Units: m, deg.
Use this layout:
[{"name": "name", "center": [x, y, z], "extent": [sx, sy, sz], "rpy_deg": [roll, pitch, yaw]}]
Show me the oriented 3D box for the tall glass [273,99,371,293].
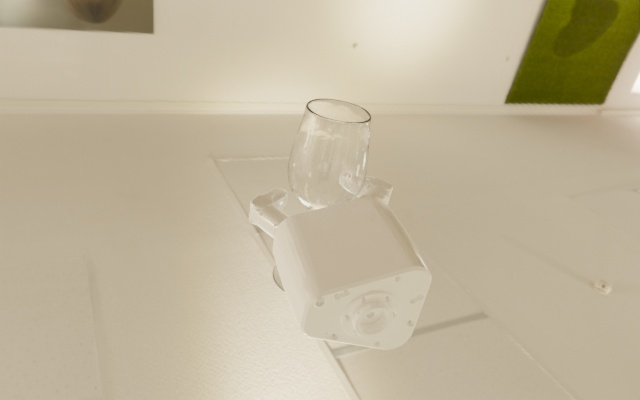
[{"name": "tall glass", "center": [0.000, 0.002, 0.491], "extent": [0.079, 0.201, 0.079], "rpy_deg": [9, 29, -5]}]
